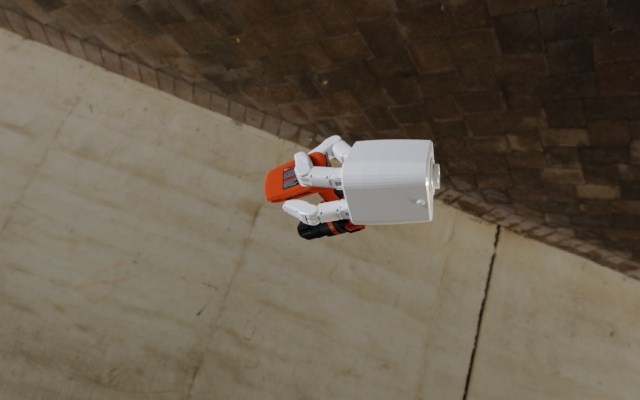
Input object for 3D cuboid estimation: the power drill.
[{"bbox_3d":[0.000,0.002,0.745,0.184,0.057,0.188,-21,-31,28],"label":"power drill"}]
